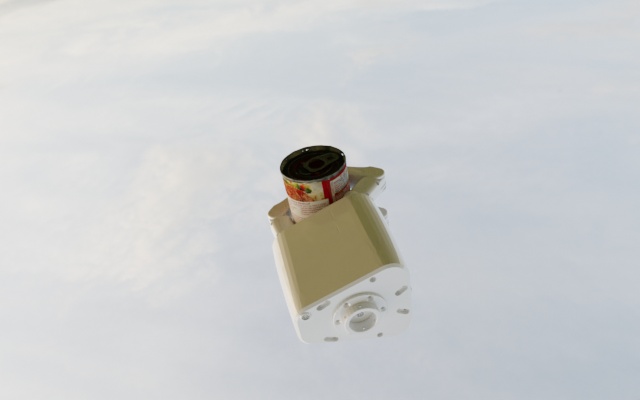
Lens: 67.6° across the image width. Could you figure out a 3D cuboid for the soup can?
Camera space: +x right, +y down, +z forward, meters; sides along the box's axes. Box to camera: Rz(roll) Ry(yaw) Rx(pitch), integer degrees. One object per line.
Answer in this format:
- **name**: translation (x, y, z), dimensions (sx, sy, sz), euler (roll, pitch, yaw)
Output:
- **soup can**: translation (0.000, 0.002, 0.510), dimensions (0.068, 0.102, 0.068), euler (-7, 36, 5)
